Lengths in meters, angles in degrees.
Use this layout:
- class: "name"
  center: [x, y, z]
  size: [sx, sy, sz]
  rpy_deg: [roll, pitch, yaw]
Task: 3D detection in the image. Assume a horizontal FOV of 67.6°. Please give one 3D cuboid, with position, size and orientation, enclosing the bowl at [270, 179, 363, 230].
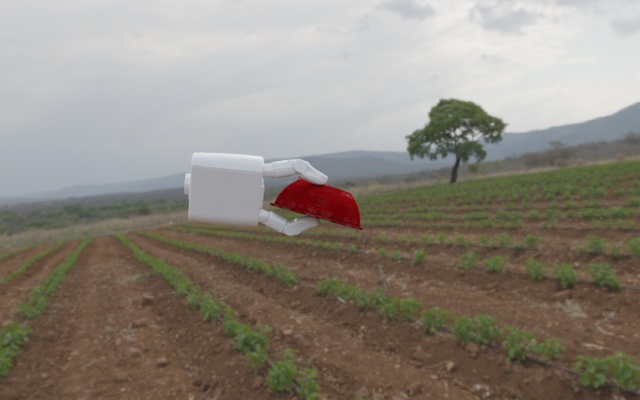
- class: "bowl"
  center: [0.001, 0.003, 0.793]
  size: [0.162, 0.055, 0.162]
  rpy_deg: [16, -2, 0]
